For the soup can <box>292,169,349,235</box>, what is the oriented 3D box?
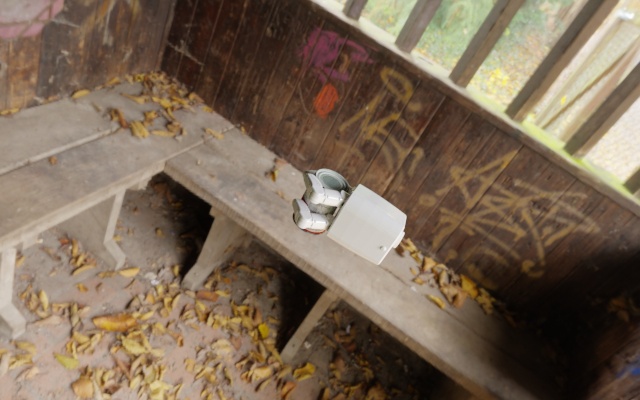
[{"bbox_3d":[0.000,0.002,0.851,0.068,0.102,0.068,20,35,-14],"label":"soup can"}]
